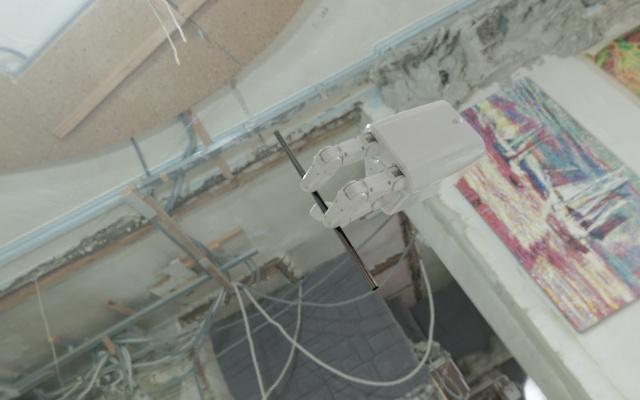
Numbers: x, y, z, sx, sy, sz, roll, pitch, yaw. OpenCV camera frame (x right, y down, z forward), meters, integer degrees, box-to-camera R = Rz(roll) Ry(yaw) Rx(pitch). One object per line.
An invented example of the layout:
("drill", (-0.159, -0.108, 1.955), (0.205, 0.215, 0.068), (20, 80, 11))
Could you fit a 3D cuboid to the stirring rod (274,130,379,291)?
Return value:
("stirring rod", (0.000, 0.002, 0.544), (0.011, 0.239, 0.011), (-23, -32, -15))
